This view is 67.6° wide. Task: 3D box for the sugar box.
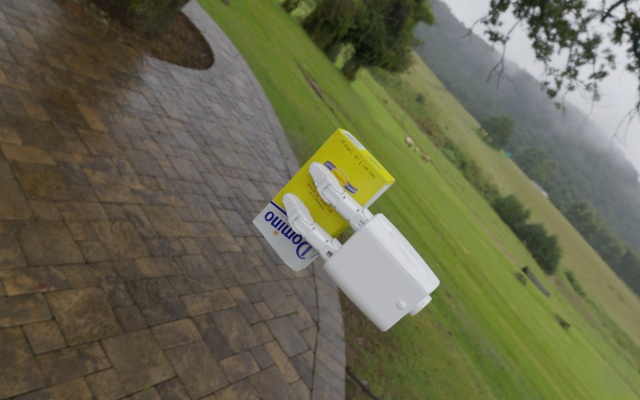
[{"bbox_3d":[0.000,0.002,0.617,0.176,0.093,0.048,-46,-15,18],"label":"sugar box"}]
